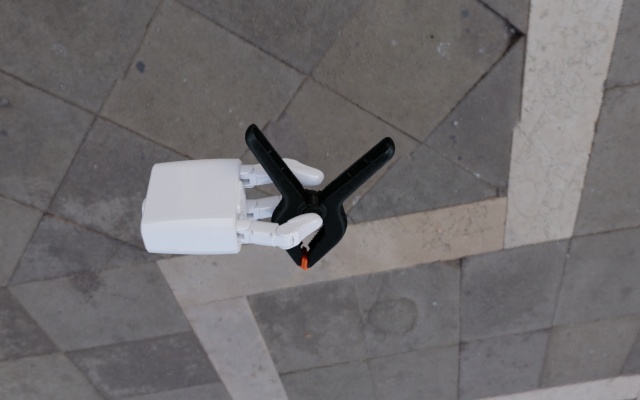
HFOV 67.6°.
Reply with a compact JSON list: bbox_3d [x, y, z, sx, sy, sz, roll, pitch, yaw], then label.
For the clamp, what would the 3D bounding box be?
[{"bbox_3d":[0.000,0.003,0.575,0.164,0.210,0.036,0,39,0],"label":"clamp"}]
